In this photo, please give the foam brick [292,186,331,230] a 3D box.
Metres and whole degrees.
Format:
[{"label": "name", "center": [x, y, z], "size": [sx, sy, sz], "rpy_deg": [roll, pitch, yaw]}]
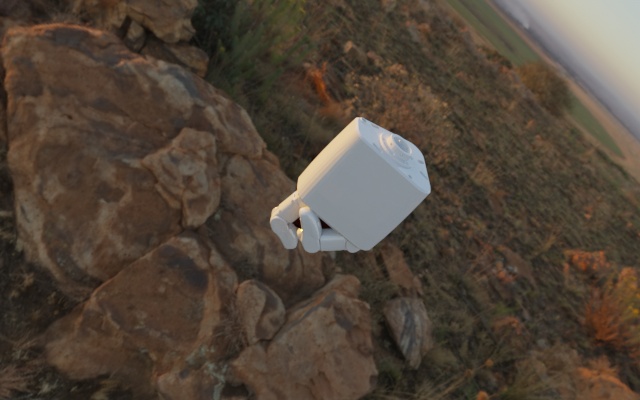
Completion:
[{"label": "foam brick", "center": [0.000, 0.002, 0.614], "size": [0.053, 0.078, 0.051], "rpy_deg": [30, -56, -20]}]
